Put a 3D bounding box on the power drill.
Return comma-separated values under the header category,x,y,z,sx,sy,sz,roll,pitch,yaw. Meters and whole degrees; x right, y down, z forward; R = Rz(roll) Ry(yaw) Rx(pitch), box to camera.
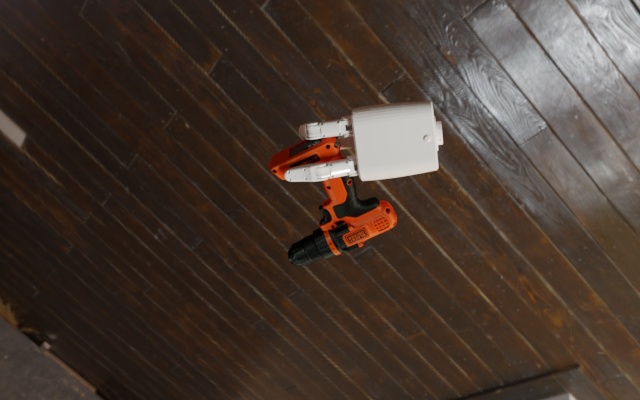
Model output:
category,x,y,z,sx,sy,sz,roll,pitch,yaw
power drill,0.000,0.002,0.720,0.184,0.188,0.057,-26,28,10
